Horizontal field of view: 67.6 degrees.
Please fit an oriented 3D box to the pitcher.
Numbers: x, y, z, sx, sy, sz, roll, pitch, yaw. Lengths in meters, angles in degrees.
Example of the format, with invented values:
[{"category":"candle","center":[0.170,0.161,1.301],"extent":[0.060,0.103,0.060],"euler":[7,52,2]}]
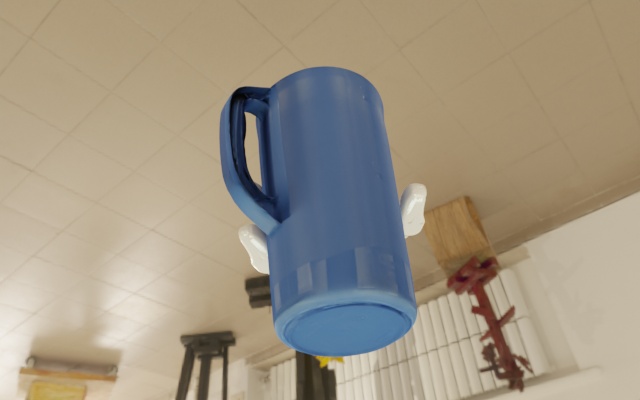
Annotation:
[{"category":"pitcher","center":[0.000,0.001,0.421],"extent":[0.149,0.242,0.145],"euler":[-11,-39,5]}]
